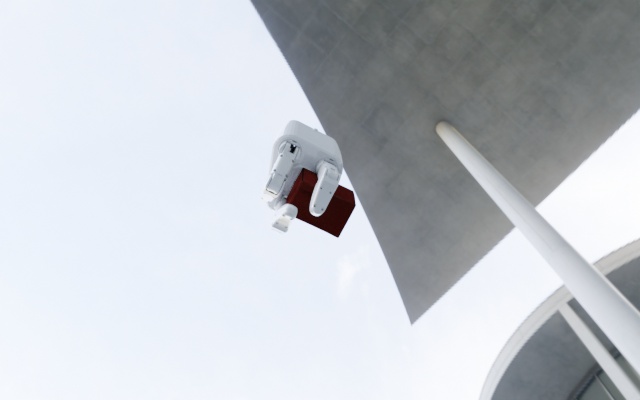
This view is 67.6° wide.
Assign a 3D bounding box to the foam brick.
[{"bbox_3d":[0.000,0.002,0.617,0.078,0.053,0.051,26,20,-10],"label":"foam brick"}]
